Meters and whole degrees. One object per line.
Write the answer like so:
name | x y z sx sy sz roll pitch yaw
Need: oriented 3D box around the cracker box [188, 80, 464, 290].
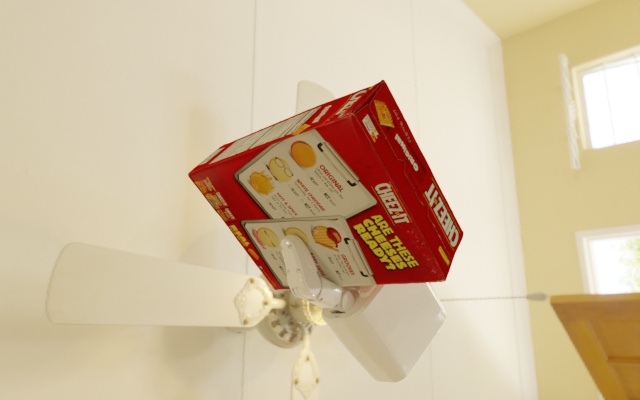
cracker box | 0.000 0.002 0.452 0.214 0.164 0.072 -13 29 41
